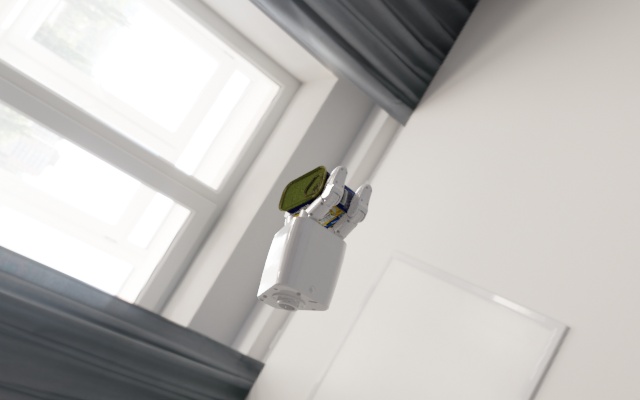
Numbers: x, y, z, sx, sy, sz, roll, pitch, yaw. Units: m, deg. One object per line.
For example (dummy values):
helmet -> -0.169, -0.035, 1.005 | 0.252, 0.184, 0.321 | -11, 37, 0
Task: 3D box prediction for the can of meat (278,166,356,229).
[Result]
can of meat -> 0.000, 0.003, 0.742 | 0.084, 0.057, 0.102 | 35, -40, -28
